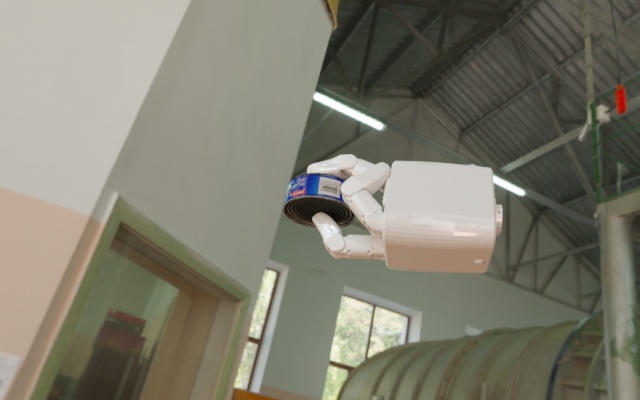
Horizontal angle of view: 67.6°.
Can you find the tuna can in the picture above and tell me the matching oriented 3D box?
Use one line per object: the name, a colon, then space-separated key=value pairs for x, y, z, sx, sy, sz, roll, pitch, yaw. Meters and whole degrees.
tuna can: x=0.000 y=0.001 z=0.571 sx=0.086 sy=0.033 sz=0.086 roll=6 pitch=-27 yaw=3
